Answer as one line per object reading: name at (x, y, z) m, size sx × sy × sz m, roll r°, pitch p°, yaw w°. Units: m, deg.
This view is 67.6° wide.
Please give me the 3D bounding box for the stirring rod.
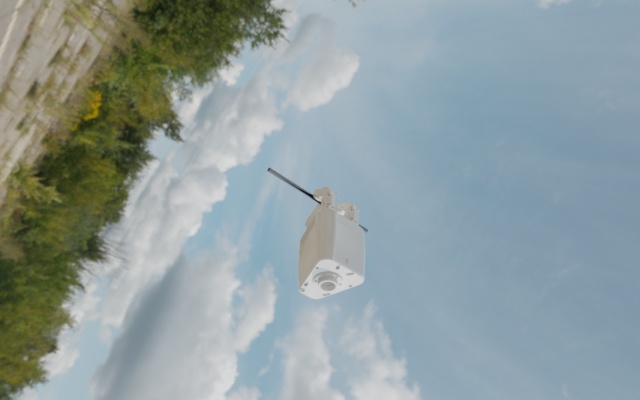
stirring rod at (0.000, 0.003, 0.894) m, size 0.239 × 0.011 × 0.011 m, roll 32°, pitch -15°, yaw -26°
